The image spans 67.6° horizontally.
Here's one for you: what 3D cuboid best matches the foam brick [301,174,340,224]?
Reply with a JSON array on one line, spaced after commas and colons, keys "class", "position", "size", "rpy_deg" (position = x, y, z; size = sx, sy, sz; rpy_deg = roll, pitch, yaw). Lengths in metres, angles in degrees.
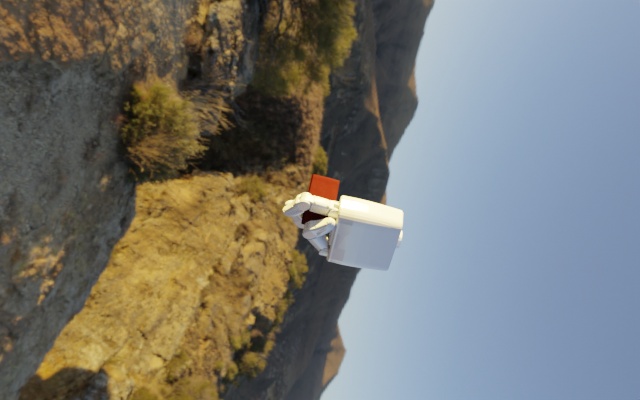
[{"class": "foam brick", "position": [0.000, 0.002, 0.831], "size": [0.051, 0.078, 0.053], "rpy_deg": [12, -42, 0]}]
